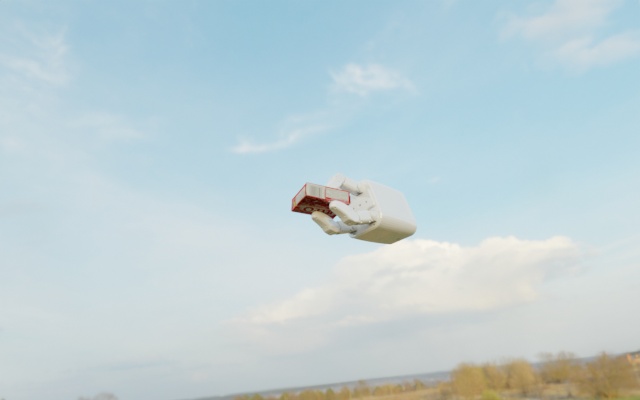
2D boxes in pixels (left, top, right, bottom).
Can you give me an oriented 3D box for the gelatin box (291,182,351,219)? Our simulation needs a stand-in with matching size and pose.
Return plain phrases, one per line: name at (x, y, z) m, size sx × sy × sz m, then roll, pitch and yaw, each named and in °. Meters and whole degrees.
gelatin box at (0.000, 0.002, 0.876) m, size 0.089 × 0.030 × 0.073 m, roll 12°, pitch -29°, yaw -21°
